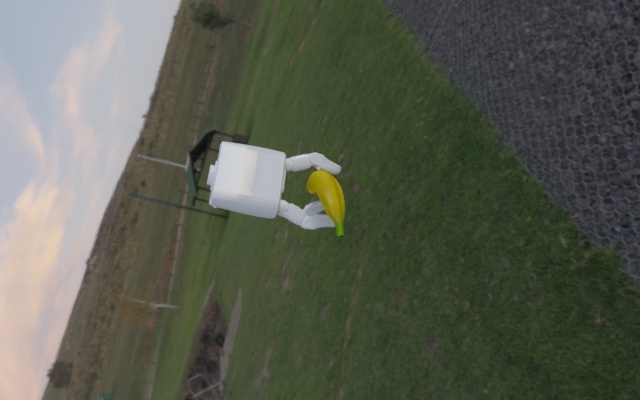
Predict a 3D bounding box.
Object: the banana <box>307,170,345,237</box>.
[{"bbox_3d":[0.005,-0.013,0.774,0.037,0.070,0.197,7,20,-15],"label":"banana"}]
